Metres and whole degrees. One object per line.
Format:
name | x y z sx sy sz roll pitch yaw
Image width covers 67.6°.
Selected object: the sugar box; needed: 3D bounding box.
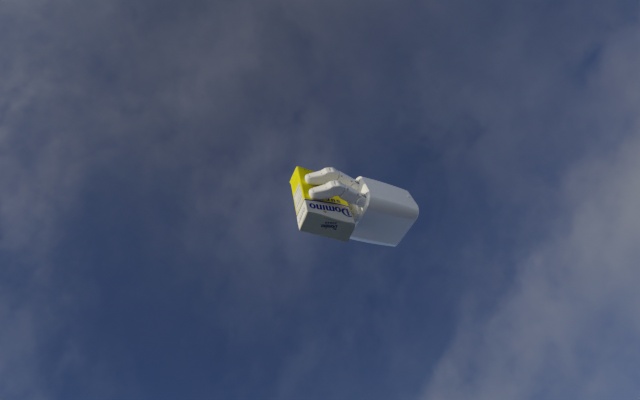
sugar box | 0.000 0.002 0.874 0.093 0.048 0.176 15 23 -18
